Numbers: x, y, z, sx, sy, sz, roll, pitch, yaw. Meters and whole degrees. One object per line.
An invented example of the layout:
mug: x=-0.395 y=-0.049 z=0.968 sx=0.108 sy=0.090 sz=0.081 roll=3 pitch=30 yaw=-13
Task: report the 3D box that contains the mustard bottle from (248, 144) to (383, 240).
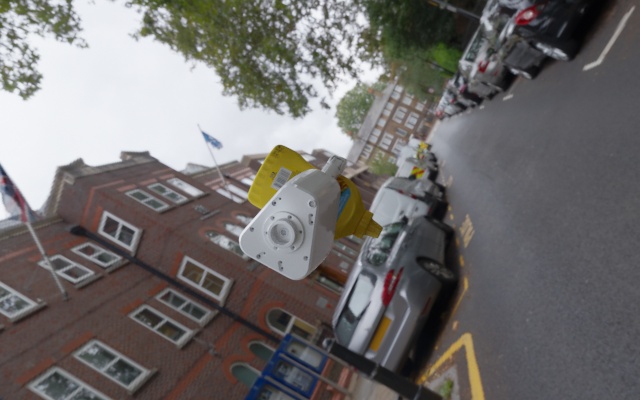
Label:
mustard bottle: x=0.000 y=0.002 z=0.682 sx=0.191 sy=0.096 sz=0.058 roll=27 pitch=-9 yaw=7
